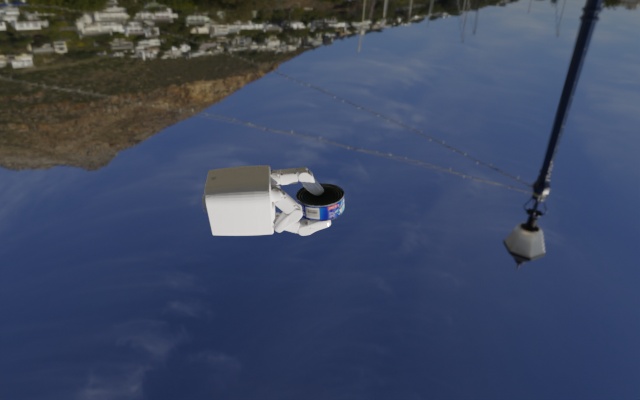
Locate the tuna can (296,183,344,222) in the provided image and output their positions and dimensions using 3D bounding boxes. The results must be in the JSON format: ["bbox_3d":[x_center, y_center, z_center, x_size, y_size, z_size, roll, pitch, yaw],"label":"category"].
[{"bbox_3d":[0.000,0.003,0.852,0.086,0.034,0.086,-3,28,1],"label":"tuna can"}]
